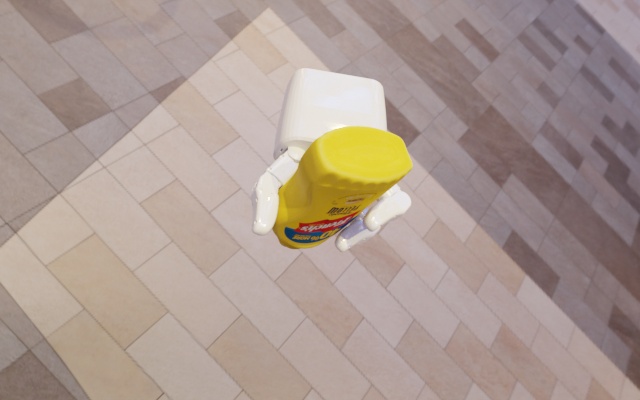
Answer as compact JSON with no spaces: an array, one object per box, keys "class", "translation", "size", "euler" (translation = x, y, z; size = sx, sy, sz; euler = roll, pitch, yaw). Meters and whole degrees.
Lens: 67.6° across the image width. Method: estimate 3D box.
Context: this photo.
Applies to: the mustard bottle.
[{"class":"mustard bottle","translation":[0.000,0.002,0.475],"size":[0.096,0.058,0.192],"euler":[-6,-23,-31]}]
